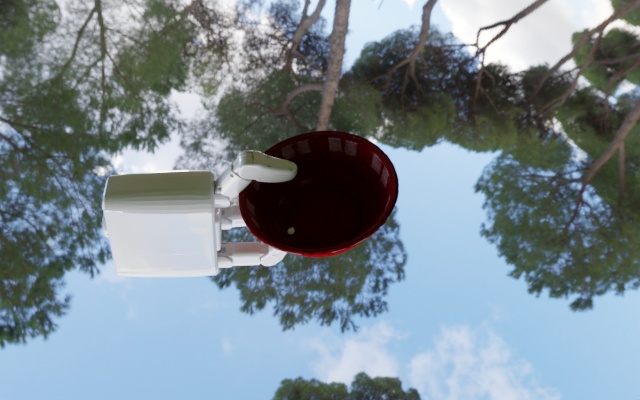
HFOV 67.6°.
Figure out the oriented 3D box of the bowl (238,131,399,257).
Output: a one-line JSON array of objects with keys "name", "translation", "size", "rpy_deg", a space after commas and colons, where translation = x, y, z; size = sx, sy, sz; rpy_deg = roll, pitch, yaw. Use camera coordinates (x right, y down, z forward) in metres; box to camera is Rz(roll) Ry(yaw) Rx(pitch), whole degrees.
[{"name": "bowl", "translation": [0.001, 0.002, 0.496], "size": [0.162, 0.162, 0.055], "rpy_deg": [0, -39, 10]}]
